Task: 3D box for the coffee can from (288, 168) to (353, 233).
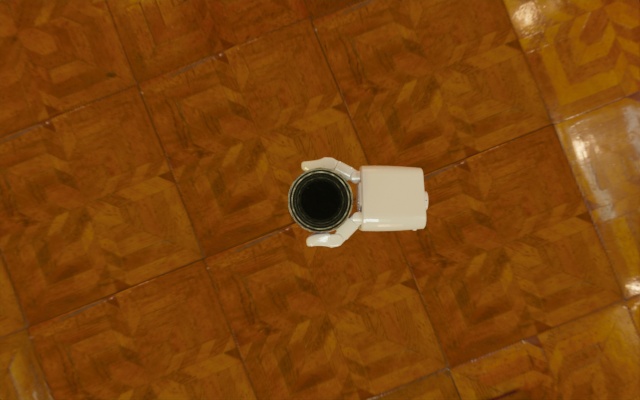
[{"bbox_3d":[0.000,0.003,0.809,0.103,0.103,0.140,0,-2,0],"label":"coffee can"}]
